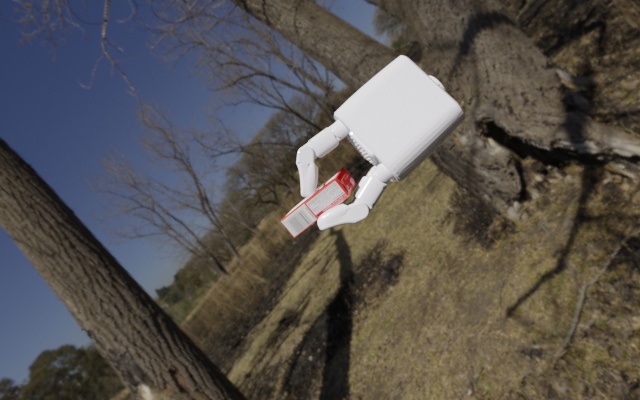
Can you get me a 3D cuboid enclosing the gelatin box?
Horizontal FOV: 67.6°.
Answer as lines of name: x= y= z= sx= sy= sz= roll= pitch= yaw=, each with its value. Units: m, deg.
gelatin box: x=0.000 y=0.002 z=0.587 sx=0.089 sy=0.030 sz=0.073 roll=-38 pitch=4 yaw=15
